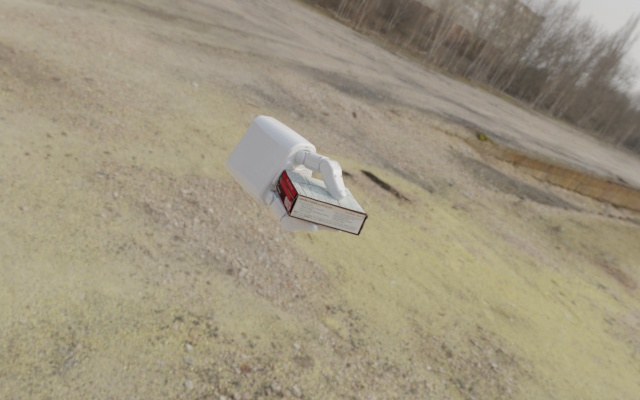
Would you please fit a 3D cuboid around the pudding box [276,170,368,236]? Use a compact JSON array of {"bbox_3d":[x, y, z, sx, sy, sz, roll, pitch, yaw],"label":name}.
[{"bbox_3d":[0.000,0.002,0.675,0.113,0.039,0.090,15,21,-23],"label":"pudding box"}]
